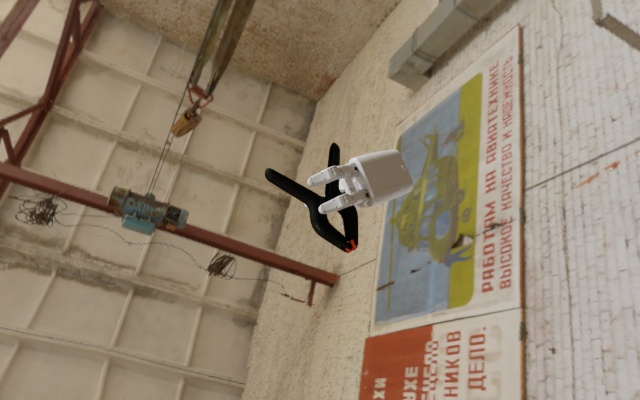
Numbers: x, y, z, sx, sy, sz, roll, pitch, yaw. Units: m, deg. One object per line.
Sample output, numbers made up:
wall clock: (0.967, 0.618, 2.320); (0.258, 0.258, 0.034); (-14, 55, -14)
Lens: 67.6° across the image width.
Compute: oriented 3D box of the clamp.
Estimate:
clamp: (0.000, 0.004, 0.878); (0.164, 0.210, 0.036); (-17, -12, -26)
